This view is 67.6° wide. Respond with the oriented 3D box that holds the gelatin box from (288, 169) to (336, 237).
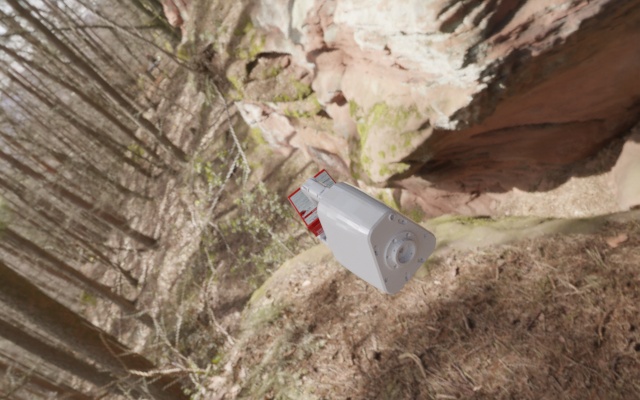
[{"bbox_3d":[0.000,0.002,0.712,0.030,0.073,0.089,50,1,-40],"label":"gelatin box"}]
